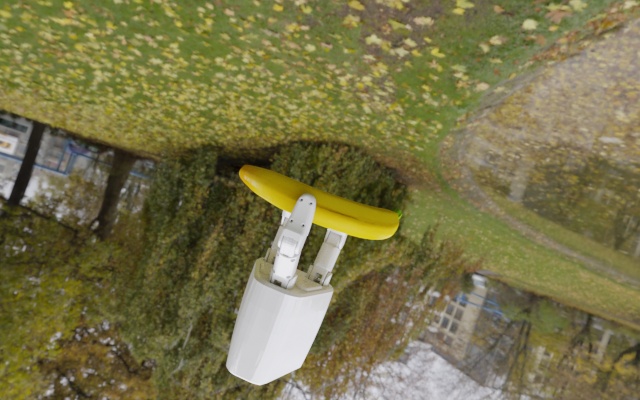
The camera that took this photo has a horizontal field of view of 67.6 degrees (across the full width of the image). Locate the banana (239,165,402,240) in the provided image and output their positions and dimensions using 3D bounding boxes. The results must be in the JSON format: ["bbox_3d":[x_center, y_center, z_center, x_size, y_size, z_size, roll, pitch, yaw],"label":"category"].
[{"bbox_3d":[0.007,0.007,0.517,0.198,0.037,0.069,18,10,-15],"label":"banana"}]
